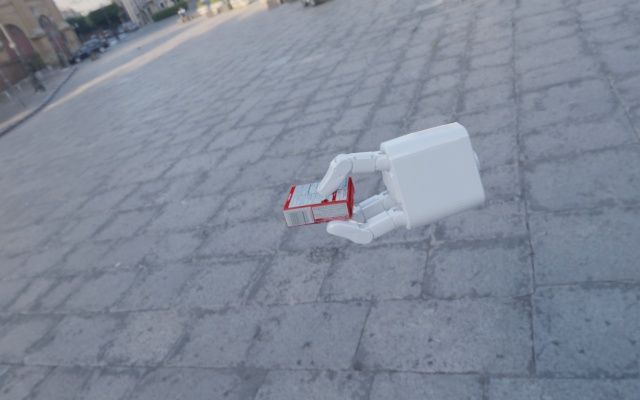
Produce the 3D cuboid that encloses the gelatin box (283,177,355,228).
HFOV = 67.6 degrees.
[{"bbox_3d":[0.000,0.002,0.639,0.089,0.030,0.073,-8,25,10],"label":"gelatin box"}]
